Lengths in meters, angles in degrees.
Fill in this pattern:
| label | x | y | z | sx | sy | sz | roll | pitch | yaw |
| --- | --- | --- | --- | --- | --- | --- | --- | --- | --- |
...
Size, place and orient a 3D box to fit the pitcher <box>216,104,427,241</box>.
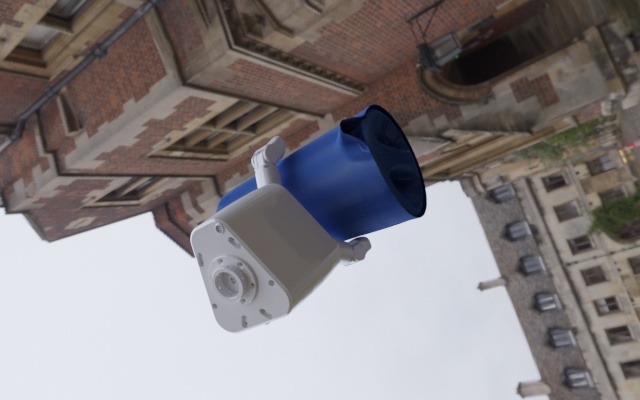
| label | x | y | z | sx | sy | sz | roll | pitch | yaw |
| --- | --- | --- | --- | --- | --- | --- | --- | --- | --- |
| pitcher | 0.000 | 0.002 | 0.579 | 0.243 | 0.149 | 0.145 | -24 | 7 | 29 |
